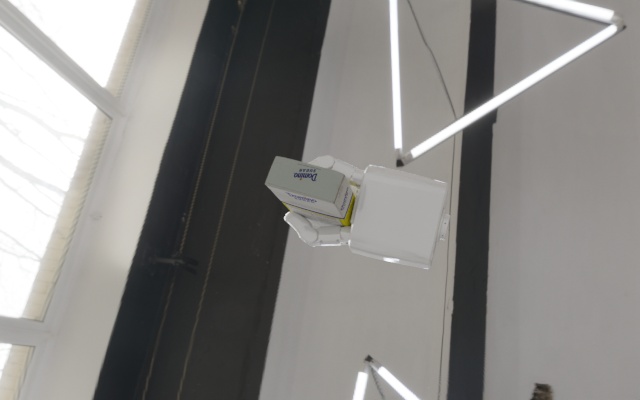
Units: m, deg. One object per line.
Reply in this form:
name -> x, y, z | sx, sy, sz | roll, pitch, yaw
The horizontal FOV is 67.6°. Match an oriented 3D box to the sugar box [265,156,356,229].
sugar box -> 0.000, 0.002, 0.636 | 0.093, 0.048, 0.176 | 16, -17, 17
